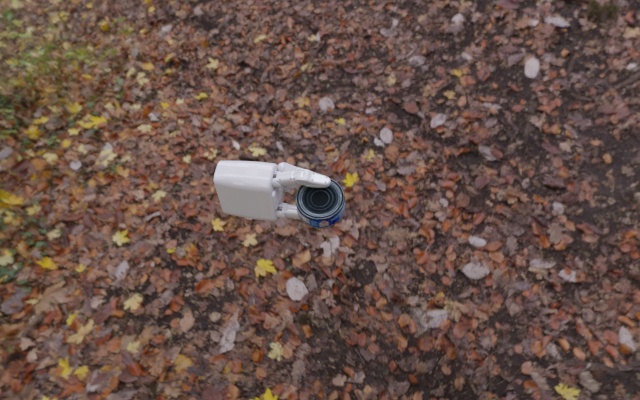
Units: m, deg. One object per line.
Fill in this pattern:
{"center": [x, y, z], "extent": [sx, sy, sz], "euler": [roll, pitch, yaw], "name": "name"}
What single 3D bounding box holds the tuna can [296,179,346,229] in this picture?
{"center": [0.000, 0.002, 0.822], "extent": [0.086, 0.086, 0.034], "euler": [0, -28, 4], "name": "tuna can"}
